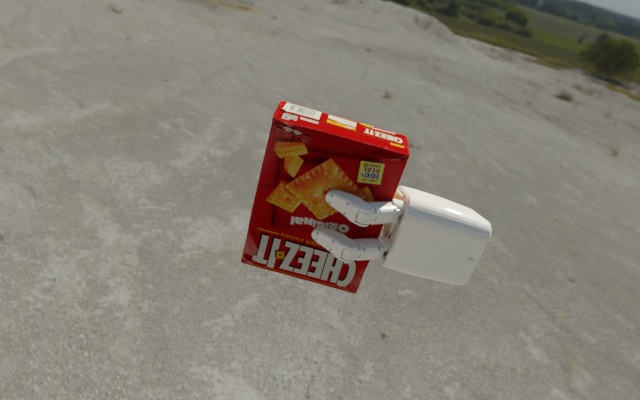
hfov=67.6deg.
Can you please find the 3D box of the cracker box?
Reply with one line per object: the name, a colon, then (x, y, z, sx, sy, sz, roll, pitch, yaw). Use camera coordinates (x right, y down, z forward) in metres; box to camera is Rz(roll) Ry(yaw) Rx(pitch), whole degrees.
cracker box: (0.000, 0.002, 0.607, 0.164, 0.214, 0.072, 16, 28, -2)
